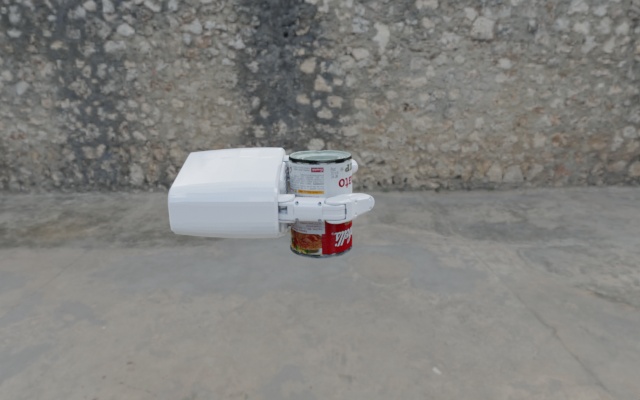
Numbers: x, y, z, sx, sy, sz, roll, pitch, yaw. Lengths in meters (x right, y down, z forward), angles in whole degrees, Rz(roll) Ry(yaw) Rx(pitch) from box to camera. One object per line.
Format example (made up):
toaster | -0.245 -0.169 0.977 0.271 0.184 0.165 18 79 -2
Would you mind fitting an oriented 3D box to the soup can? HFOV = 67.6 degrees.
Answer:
soup can | 0.001 0.001 0.507 0.068 0.102 0.068 -1 15 0
